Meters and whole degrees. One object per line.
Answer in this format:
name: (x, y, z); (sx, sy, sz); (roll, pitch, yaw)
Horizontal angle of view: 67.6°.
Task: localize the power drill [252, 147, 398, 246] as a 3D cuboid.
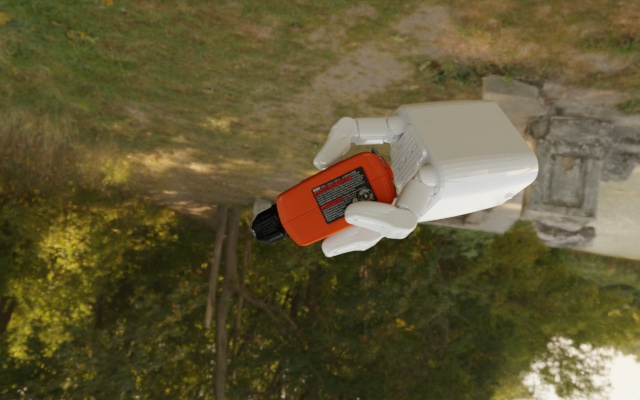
power drill: (0.000, 0.002, 0.511); (0.184, 0.057, 0.187); (-27, 3, 1)
